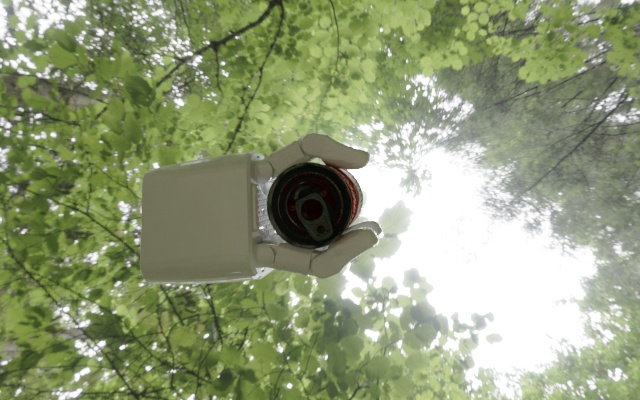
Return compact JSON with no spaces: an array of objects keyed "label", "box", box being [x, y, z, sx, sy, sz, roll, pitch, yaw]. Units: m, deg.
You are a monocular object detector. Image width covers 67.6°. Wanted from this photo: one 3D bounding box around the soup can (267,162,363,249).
[{"label":"soup can","box":[0.001,0.001,0.419,0.068,0.068,0.102,0,3,11]}]
